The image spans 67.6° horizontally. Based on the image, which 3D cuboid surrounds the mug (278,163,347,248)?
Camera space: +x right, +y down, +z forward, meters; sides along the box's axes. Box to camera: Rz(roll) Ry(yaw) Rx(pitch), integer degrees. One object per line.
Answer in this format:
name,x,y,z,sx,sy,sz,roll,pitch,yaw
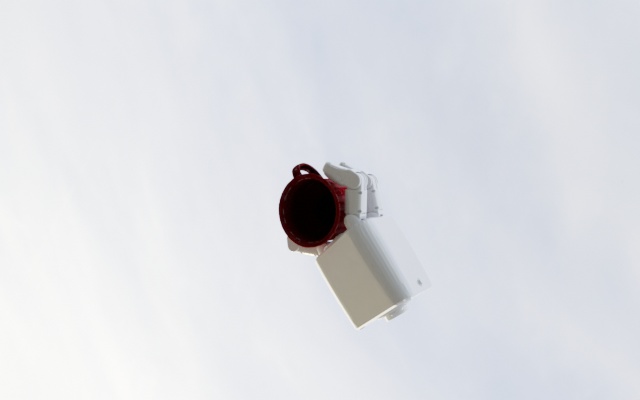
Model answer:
mug,-0.001,0.001,0.632,0.093,0.117,0.081,-38,-19,28
